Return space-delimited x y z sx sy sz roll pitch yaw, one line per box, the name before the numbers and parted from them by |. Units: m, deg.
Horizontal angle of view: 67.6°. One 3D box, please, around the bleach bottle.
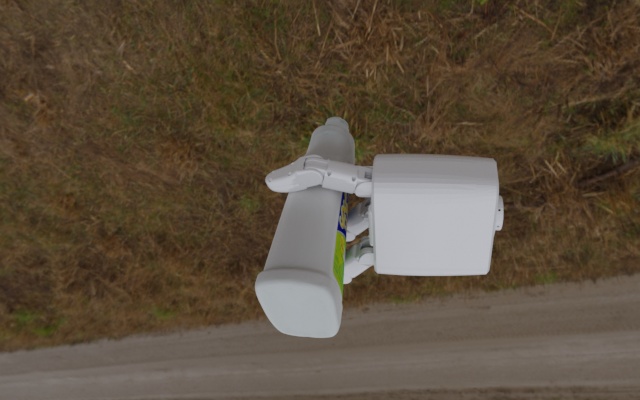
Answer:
bleach bottle | 0.000 0.002 0.482 0.068 0.250 0.103 1 -40 11
